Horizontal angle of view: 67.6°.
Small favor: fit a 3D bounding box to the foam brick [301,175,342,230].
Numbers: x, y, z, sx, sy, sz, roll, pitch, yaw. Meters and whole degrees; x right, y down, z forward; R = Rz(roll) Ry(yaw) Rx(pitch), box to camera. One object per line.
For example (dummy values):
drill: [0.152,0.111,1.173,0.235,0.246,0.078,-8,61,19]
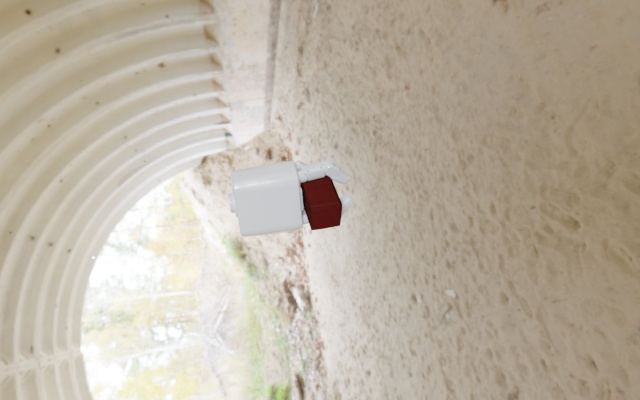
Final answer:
foam brick: [0.000,0.003,0.789,0.051,0.053,0.078,-9,44,-11]
